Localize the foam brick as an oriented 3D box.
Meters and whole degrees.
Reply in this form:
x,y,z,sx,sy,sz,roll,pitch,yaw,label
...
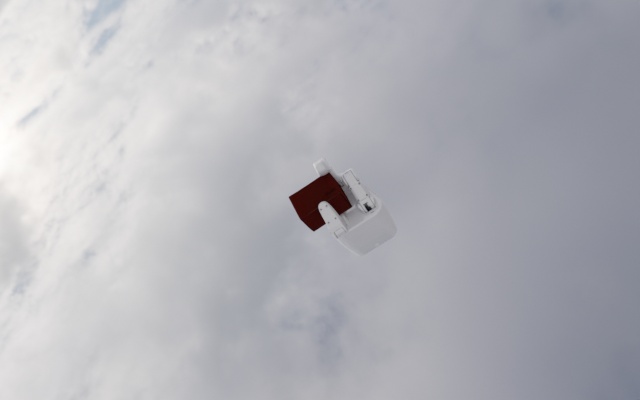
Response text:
x,y,z,sx,sy,sz,roll,pitch,yaw,label
0.000,0.003,0.764,0.078,0.053,0.051,-33,-36,7,foam brick
